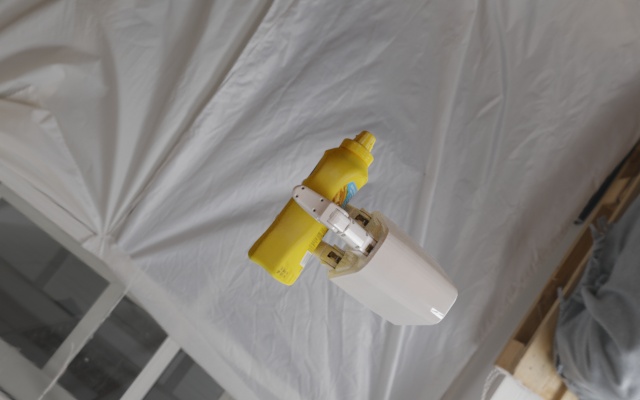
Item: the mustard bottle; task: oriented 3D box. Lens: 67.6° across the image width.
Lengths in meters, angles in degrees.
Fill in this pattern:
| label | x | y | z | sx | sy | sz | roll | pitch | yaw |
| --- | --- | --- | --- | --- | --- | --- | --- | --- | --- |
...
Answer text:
| label | x | y | z | sx | sy | sz | roll | pitch | yaw |
| --- | --- | --- | --- | --- | --- | --- | --- | --- | --- |
| mustard bottle | 0.000 | 0.002 | 0.532 | 0.058 | 0.191 | 0.096 | 35 | -8 | 14 |
